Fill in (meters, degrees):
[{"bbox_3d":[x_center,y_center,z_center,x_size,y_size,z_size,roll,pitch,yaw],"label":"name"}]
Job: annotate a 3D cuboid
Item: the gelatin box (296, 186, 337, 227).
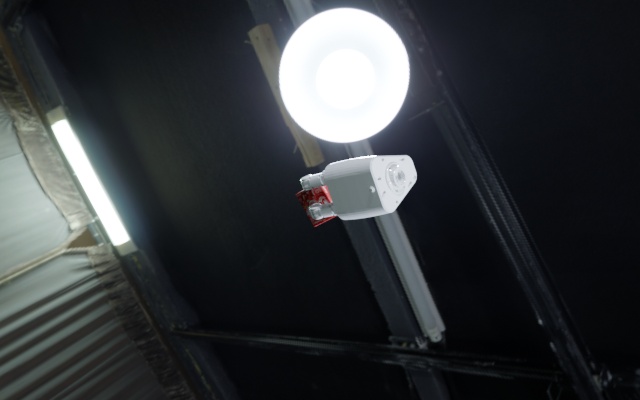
[{"bbox_3d":[0.000,0.003,0.898,0.030,0.073,0.089,-31,2,-35],"label":"gelatin box"}]
